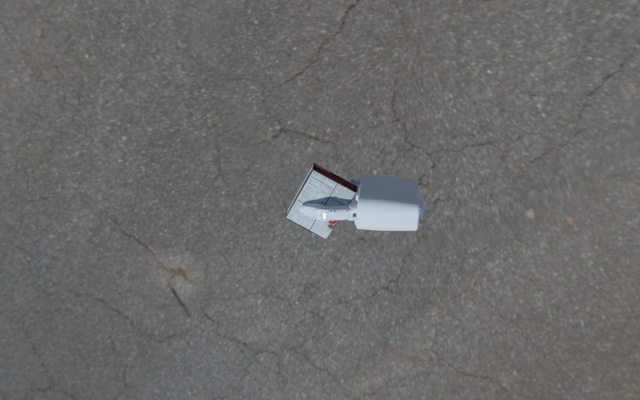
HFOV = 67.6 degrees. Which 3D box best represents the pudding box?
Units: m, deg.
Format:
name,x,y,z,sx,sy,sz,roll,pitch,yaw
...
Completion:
name,x,y,z,sx,sy,sz,roll,pitch,yaw
pudding box,0.000,0.003,0.859,0.090,0.113,0.039,29,20,-6
